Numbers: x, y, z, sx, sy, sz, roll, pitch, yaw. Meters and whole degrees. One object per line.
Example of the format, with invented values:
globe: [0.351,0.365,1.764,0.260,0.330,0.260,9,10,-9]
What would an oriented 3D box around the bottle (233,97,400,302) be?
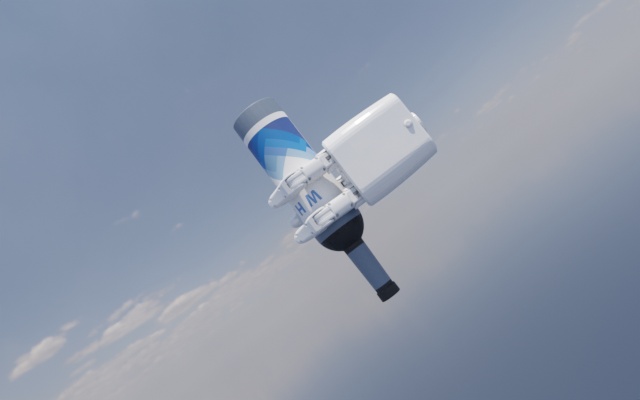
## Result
bottle: [0.000,0.002,0.611,0.069,0.295,0.069,-36,-8,-6]
